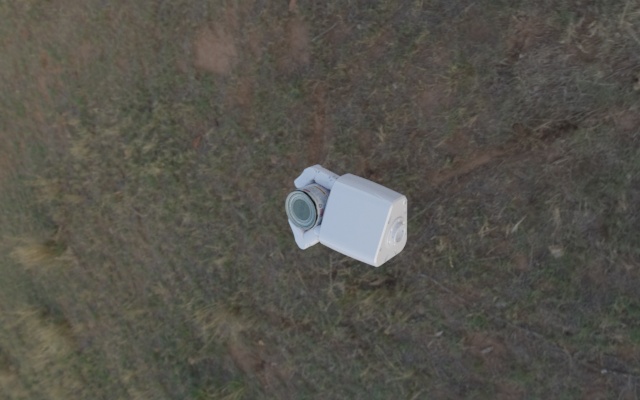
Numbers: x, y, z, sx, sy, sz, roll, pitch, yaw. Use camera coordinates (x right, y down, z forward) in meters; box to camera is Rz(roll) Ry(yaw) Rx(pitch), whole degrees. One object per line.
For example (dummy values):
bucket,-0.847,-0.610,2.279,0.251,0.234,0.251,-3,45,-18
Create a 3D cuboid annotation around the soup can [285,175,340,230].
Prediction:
soup can,0.000,0.002,0.786,0.068,0.068,0.102,0,16,41
